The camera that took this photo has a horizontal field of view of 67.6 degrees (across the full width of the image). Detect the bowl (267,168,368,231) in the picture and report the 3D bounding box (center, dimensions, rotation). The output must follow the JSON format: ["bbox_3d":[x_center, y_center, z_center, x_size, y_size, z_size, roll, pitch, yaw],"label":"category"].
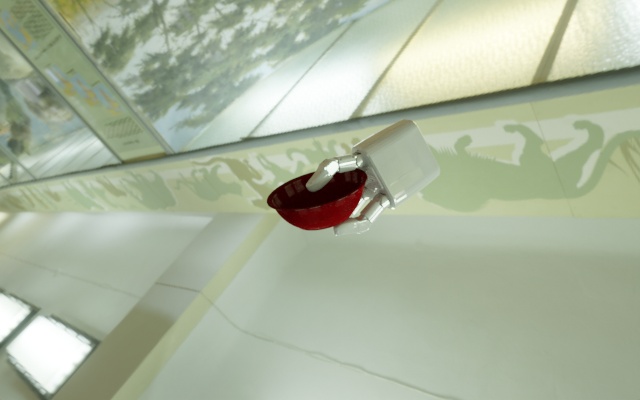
[{"bbox_3d":[-0.001,0.003,0.752,0.162,0.055,0.162,-13,21,5],"label":"bowl"}]
